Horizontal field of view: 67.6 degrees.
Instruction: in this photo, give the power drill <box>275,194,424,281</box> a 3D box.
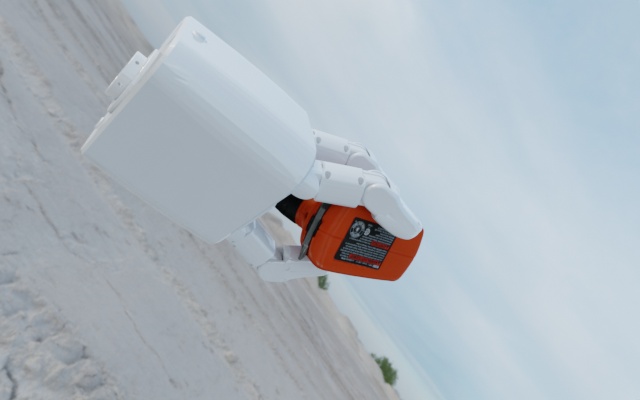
[{"bbox_3d":[0.000,0.001,0.430,0.184,0.057,0.187,15,13,-41],"label":"power drill"}]
